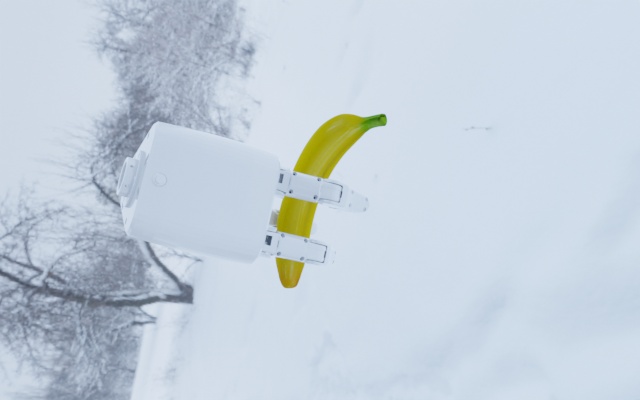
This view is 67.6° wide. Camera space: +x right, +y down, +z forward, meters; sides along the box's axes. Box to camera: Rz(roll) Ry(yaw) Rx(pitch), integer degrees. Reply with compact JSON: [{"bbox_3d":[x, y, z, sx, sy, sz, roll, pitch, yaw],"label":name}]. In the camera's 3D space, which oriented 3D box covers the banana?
[{"bbox_3d":[-0.007,-0.009,0.481,0.037,0.198,0.069,18,15,-37],"label":"banana"}]
